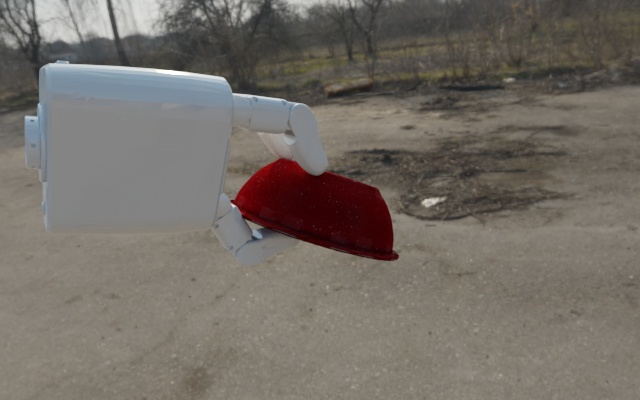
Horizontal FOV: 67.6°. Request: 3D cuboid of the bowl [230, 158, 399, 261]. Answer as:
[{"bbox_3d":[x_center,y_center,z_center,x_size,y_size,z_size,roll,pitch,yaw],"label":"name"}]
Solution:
[{"bbox_3d":[0.001,0.001,0.427,0.162,0.055,0.162,18,3,-1],"label":"bowl"}]
